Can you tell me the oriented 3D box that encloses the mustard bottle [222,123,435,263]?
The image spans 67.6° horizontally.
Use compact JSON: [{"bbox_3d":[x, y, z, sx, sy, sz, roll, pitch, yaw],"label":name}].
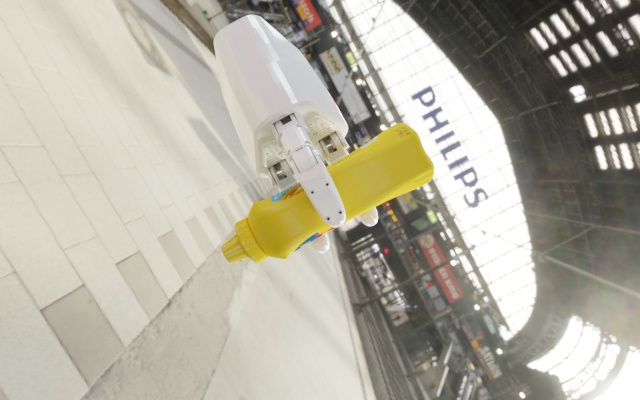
[{"bbox_3d":[0.000,0.002,0.419,0.191,0.058,0.096,-28,5,2],"label":"mustard bottle"}]
